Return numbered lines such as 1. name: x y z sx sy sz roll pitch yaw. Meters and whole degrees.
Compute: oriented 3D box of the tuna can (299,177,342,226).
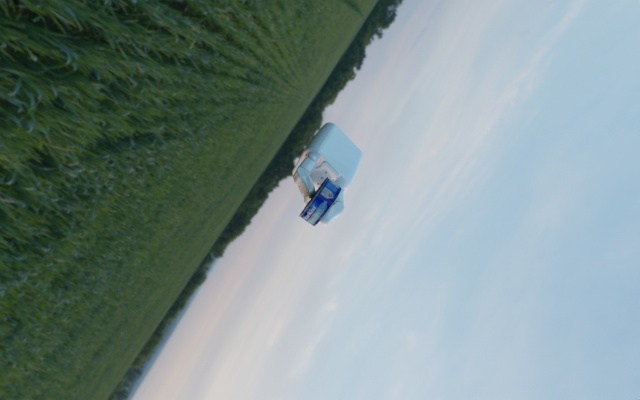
1. tuna can: 0.001 0.003 0.843 0.034 0.086 0.086 36 -2 -3
